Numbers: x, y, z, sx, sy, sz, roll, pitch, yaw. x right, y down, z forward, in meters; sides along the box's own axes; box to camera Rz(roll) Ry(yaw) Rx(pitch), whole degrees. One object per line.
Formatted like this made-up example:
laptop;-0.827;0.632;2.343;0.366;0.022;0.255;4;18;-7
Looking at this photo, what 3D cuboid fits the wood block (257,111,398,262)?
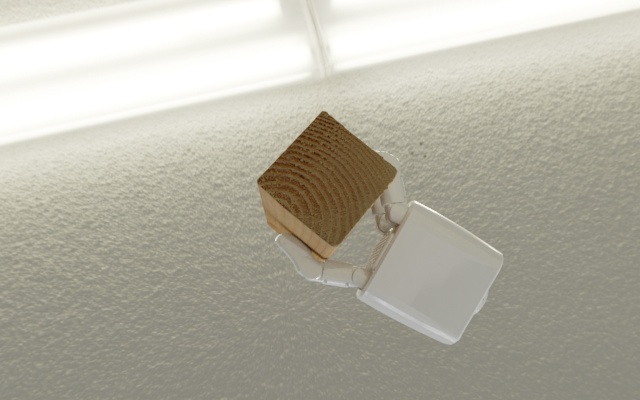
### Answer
wood block;0.000;0.002;0.505;0.090;0.091;0.206;40;-12;5
